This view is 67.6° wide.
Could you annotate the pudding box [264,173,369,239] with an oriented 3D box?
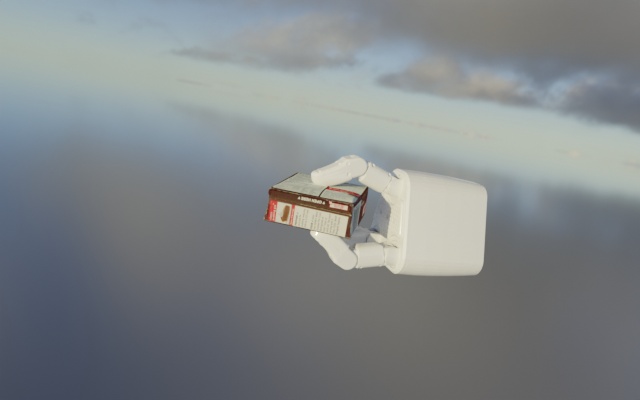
[{"bbox_3d":[0.000,0.002,0.515,0.090,0.039,0.113,11,12,10],"label":"pudding box"}]
